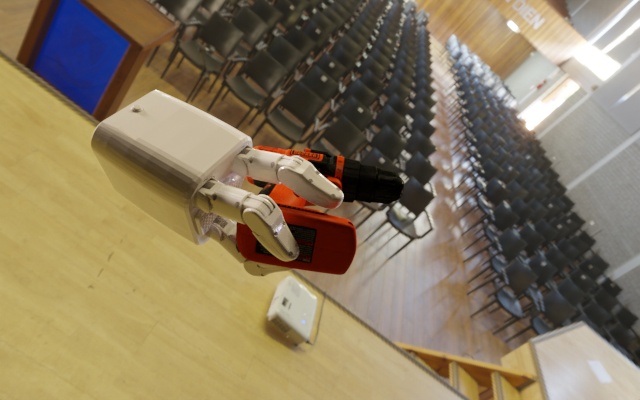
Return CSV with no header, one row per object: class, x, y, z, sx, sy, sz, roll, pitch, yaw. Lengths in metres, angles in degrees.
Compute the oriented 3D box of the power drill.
power drill,0.000,0.002,0.490,0.184,0.057,0.187,8,24,1
